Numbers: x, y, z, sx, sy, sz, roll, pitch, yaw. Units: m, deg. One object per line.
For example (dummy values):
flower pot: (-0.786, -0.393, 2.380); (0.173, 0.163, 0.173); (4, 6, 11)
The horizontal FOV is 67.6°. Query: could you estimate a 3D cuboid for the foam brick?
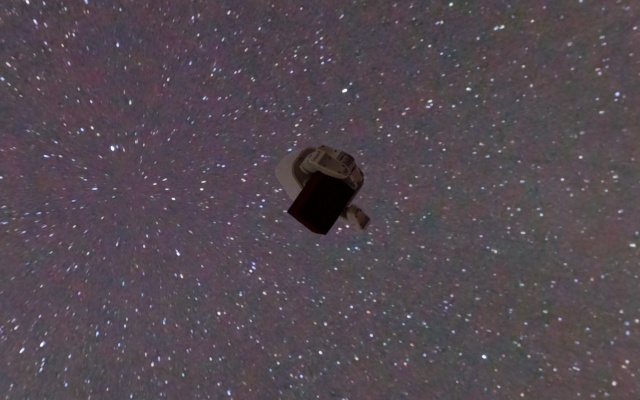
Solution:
foam brick: (0.000, 0.002, 0.668); (0.053, 0.078, 0.051); (39, -13, -17)
